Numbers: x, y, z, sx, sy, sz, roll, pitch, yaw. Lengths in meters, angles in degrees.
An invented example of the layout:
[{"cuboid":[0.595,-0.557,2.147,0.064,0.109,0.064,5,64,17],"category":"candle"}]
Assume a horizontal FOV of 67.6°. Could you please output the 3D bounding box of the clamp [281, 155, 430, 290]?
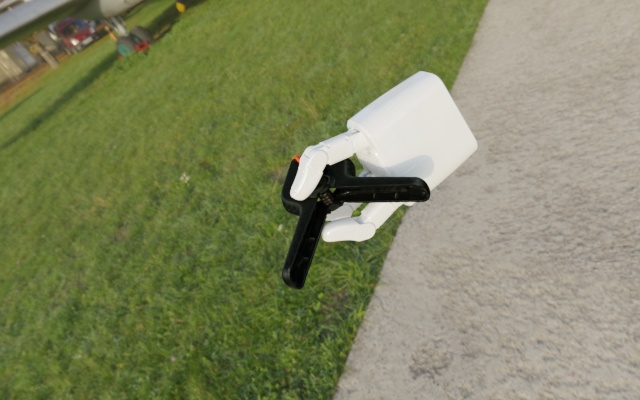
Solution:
[{"cuboid":[0.000,0.001,0.526,0.164,0.036,0.210,-37,32,-7],"category":"clamp"}]
